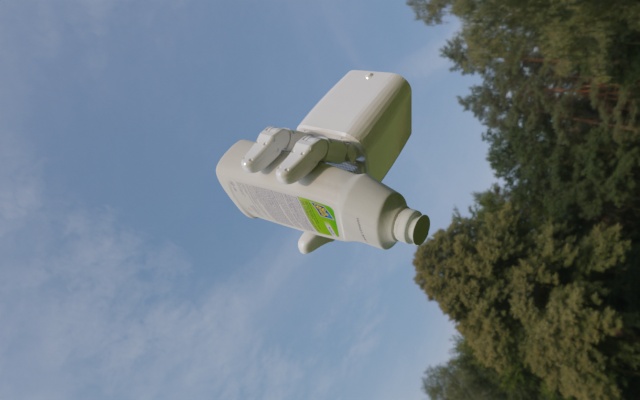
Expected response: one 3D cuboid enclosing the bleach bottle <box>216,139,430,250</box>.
[{"bbox_3d":[0.000,0.002,0.501,0.251,0.068,0.103,18,-28,40],"label":"bleach bottle"}]
